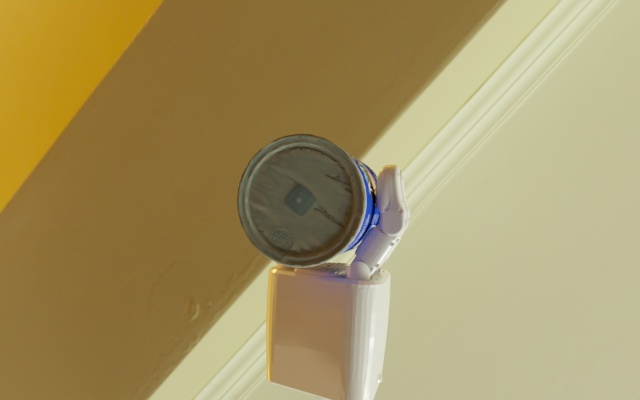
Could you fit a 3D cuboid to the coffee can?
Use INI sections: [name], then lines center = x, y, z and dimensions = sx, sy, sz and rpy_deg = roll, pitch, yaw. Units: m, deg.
[coffee can]
center = 0.000, 0.001, 0.430
dimensions = 0.103, 0.103, 0.140
rpy_deg = 0, -1, 14
